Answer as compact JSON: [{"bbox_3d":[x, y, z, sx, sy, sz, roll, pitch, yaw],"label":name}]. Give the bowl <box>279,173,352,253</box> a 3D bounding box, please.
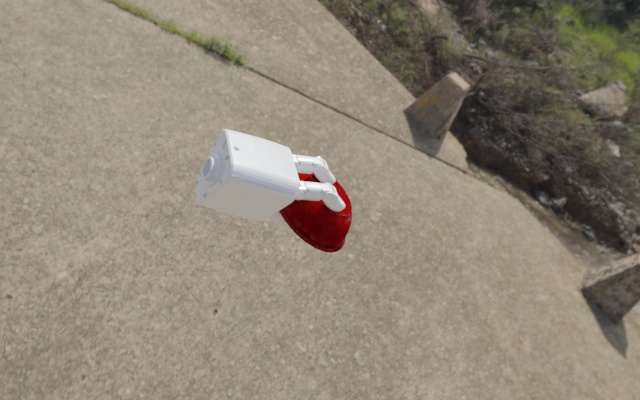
[{"bbox_3d":[0.001,0.002,0.776,0.055,0.162,0.162,-40,-21,26],"label":"bowl"}]
